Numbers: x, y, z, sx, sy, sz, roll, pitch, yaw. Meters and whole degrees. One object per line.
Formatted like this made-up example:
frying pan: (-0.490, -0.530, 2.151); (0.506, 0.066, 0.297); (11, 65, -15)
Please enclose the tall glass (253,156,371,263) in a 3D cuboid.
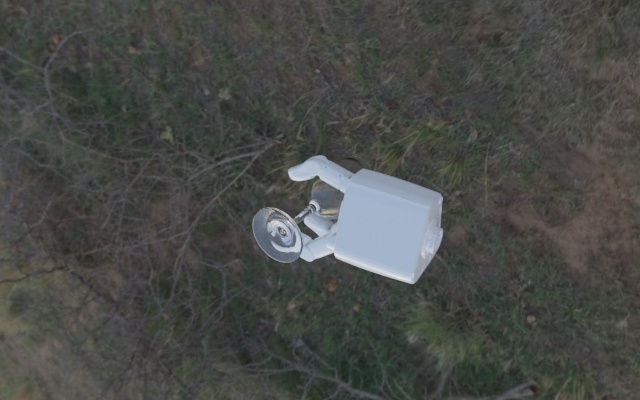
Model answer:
tall glass: (0.000, 0.002, 0.646); (0.079, 0.079, 0.201); (0, 24, 35)
